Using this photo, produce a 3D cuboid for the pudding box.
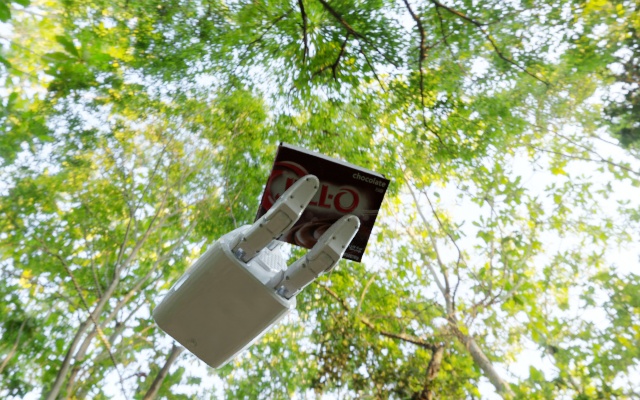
[{"bbox_3d":[0.000,0.002,0.469,0.113,0.090,0.039,16,14,-9],"label":"pudding box"}]
